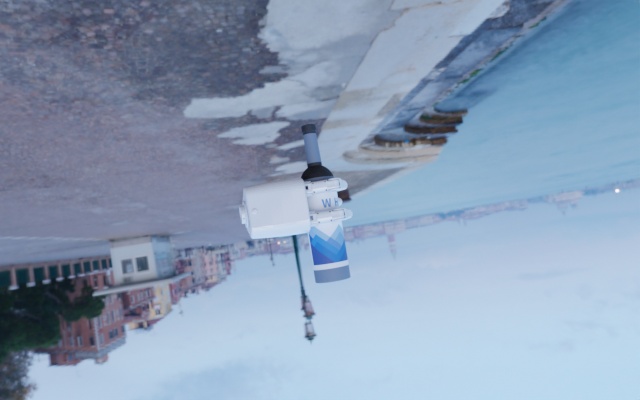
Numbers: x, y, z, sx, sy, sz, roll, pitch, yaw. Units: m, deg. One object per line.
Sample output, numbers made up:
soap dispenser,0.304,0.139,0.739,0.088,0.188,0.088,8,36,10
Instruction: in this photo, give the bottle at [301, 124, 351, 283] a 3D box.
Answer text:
bottle,0.000,0.003,0.897,0.069,0.295,0.069,-9,-4,-1
